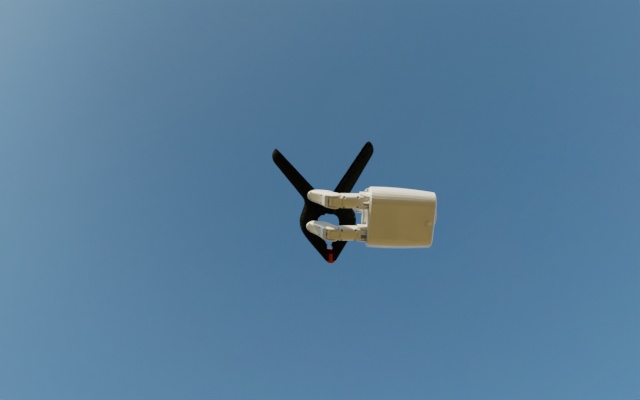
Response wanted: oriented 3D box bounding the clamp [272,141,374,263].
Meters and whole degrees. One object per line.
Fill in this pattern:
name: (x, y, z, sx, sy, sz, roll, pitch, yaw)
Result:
clamp: (0.000, 0.003, 0.801, 0.164, 0.210, 0.036, 2, 16, -2)
